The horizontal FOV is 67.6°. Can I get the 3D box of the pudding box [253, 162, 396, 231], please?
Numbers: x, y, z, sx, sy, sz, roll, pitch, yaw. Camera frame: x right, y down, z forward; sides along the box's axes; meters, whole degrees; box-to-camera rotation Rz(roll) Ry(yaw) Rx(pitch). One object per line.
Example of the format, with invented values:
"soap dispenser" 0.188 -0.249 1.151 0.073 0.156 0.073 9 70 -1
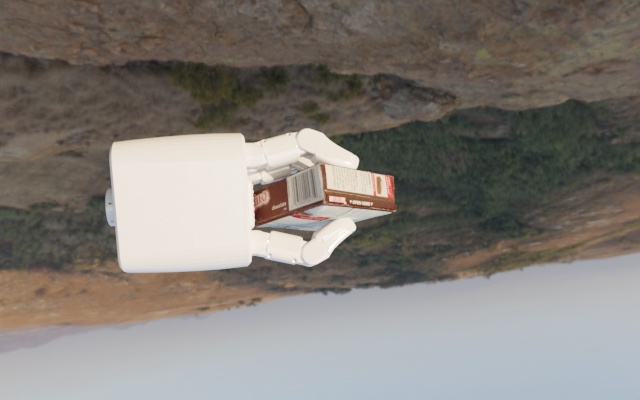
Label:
"pudding box" 0.000 0.002 0.451 0.090 0.039 0.113 6 -15 -39
